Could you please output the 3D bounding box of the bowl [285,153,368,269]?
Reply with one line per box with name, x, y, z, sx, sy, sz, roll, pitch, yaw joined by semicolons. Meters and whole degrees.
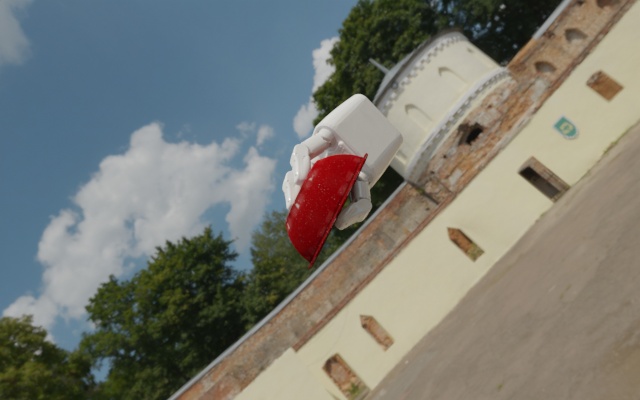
bowl;-0.001;0.002;0.599;0.055;0.162;0.162;26;0;1
